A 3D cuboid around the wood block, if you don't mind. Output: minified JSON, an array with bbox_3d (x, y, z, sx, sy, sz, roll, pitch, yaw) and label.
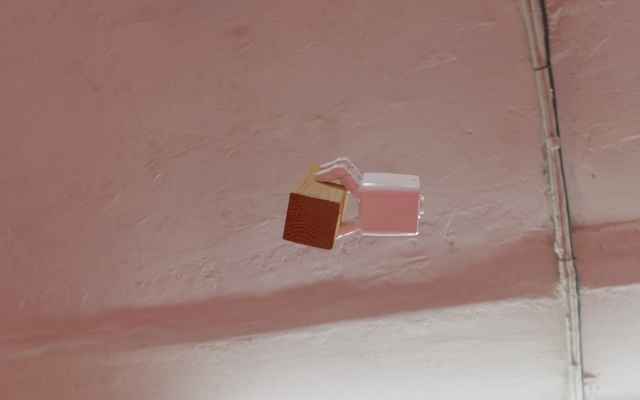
[{"bbox_3d":[0.001,0.003,0.896,0.090,0.091,0.206,12,20,6],"label":"wood block"}]
